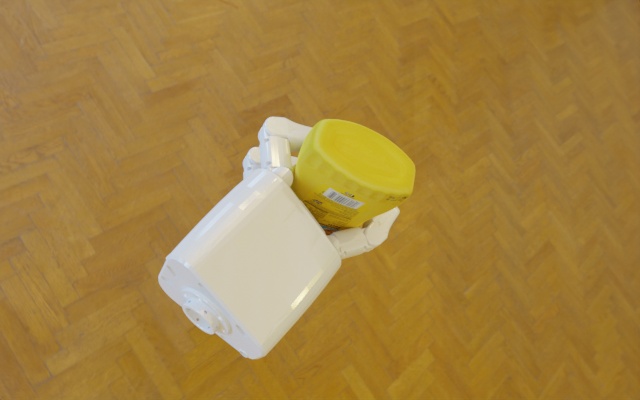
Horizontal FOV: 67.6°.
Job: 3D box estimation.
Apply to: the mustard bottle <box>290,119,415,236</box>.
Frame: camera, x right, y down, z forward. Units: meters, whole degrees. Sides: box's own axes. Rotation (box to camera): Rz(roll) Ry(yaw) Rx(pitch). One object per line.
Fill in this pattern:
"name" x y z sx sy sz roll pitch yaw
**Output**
"mustard bottle" 0.000 0.001 0.459 0.096 0.058 0.192 23 -31 -15
